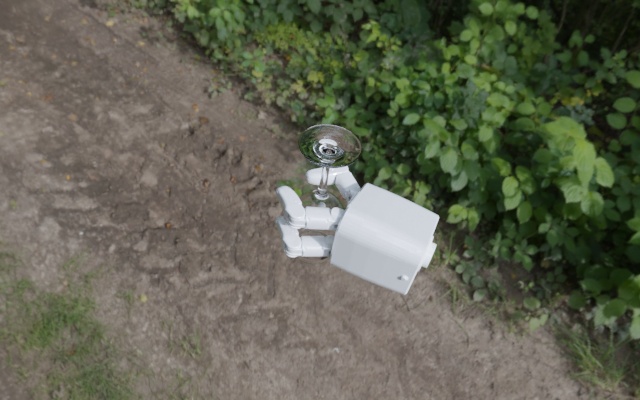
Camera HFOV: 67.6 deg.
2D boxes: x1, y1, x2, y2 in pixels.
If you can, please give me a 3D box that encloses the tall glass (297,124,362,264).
[{"bbox_3d":[0.000,0.001,0.626,0.079,0.079,0.201,0,-42,-9],"label":"tall glass"}]
